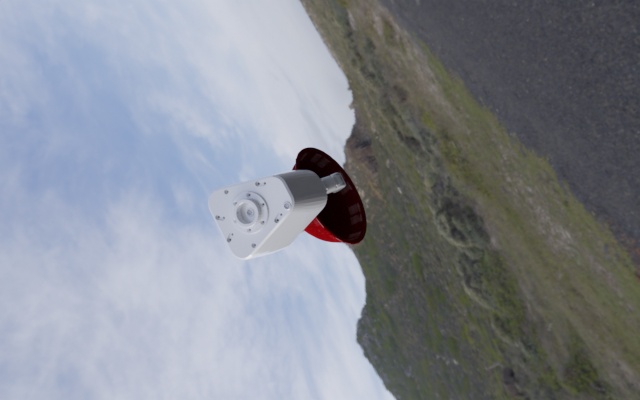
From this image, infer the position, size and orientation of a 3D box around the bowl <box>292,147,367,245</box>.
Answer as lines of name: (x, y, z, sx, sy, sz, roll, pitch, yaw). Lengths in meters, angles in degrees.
bowl: (0.001, 0.003, 0.720, 0.055, 0.162, 0.162, -31, -17, 29)
